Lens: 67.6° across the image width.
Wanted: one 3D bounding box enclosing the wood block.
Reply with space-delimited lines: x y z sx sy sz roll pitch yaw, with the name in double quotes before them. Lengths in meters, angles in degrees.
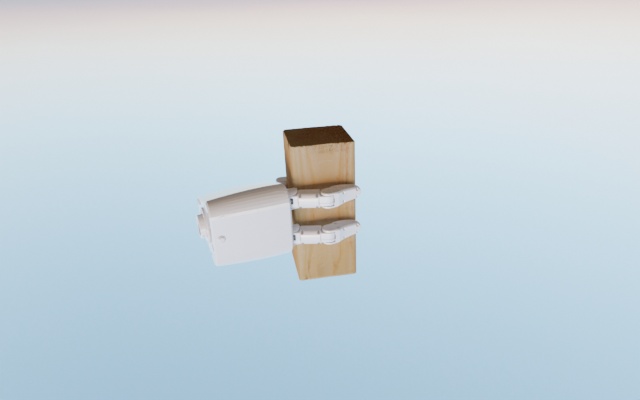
"wood block" 0.000 0.002 0.706 0.090 0.206 0.090 -6 25 -9
